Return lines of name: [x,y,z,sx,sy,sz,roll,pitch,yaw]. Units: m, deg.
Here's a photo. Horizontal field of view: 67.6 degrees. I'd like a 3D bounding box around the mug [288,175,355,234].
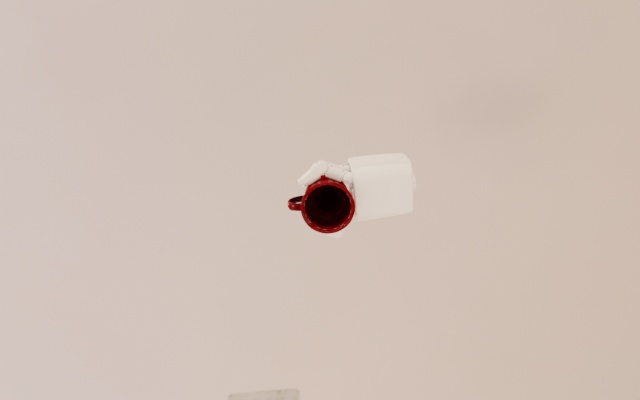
mug: [-0.001,0.003,0.848,0.117,0.093,0.081,-6,17,1]
